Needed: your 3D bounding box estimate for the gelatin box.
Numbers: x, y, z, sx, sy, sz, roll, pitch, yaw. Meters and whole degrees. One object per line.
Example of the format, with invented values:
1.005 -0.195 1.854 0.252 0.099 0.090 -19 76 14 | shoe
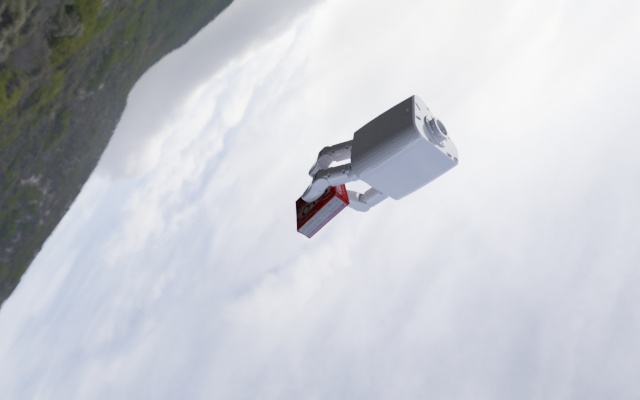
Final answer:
0.000 0.003 0.715 0.030 0.089 0.073 34 27 -26 | gelatin box
